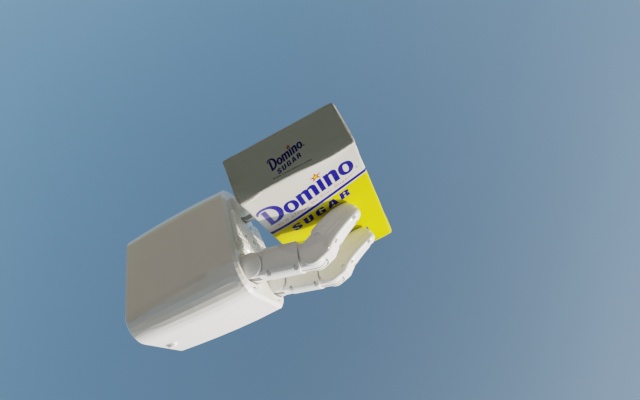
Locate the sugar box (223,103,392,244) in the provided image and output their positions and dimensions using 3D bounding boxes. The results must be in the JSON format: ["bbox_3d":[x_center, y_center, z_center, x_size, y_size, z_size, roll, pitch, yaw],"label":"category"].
[{"bbox_3d":[0.000,0.002,0.406,0.093,0.048,0.176,-28,-27,4],"label":"sugar box"}]
